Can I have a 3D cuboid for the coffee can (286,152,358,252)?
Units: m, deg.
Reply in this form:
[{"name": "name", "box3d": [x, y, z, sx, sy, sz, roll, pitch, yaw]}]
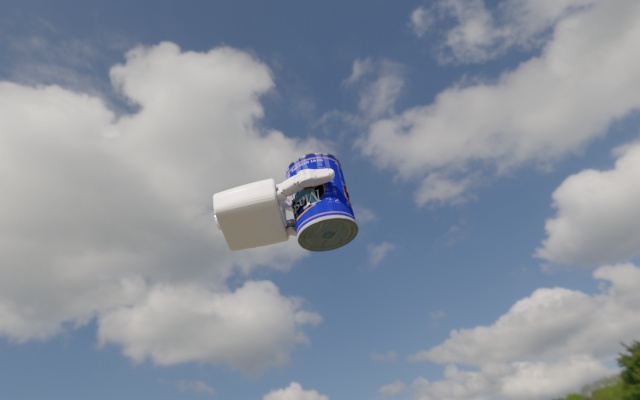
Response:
[{"name": "coffee can", "box3d": [0.000, 0.003, 0.827, 0.103, 0.140, 0.103, -9, -35, -6]}]
